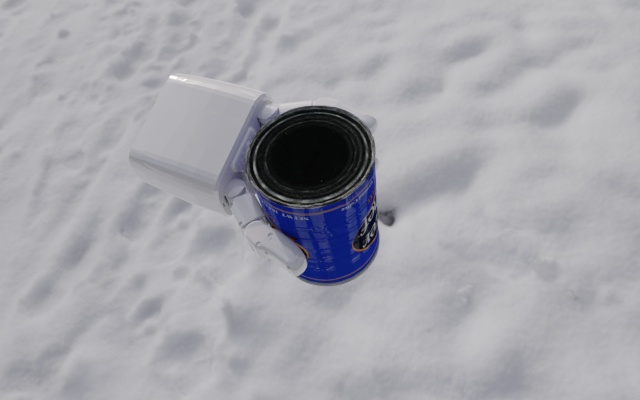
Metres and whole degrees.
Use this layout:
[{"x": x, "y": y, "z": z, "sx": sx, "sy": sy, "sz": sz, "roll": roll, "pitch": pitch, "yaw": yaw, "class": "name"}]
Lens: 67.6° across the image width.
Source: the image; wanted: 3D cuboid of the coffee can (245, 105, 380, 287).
[{"x": 0.000, "y": 0.002, "z": 0.426, "sx": 0.103, "sy": 0.102, "sz": 0.140, "roll": 0, "pitch": -34, "yaw": 8, "class": "coffee can"}]
